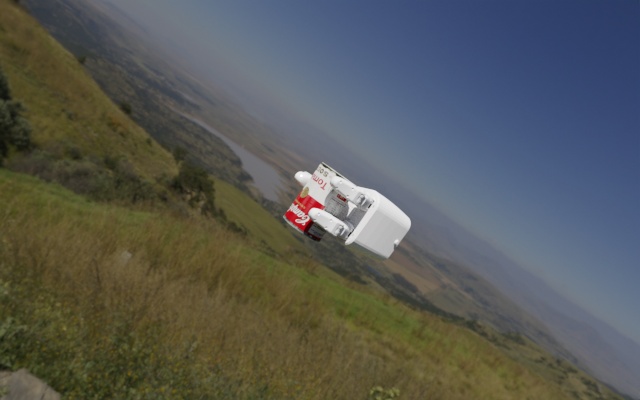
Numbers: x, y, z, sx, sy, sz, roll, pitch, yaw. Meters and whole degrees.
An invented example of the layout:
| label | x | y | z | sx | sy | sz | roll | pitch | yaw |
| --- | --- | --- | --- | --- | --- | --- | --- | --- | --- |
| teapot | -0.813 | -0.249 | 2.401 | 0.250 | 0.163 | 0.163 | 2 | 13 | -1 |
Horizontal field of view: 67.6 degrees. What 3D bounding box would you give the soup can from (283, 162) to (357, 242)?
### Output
| label | x | y | z | sx | sy | sz | roll | pitch | yaw |
| --- | --- | --- | --- | --- | --- | --- | --- | --- | --- |
| soup can | 0.000 | 0.002 | 0.723 | 0.068 | 0.102 | 0.068 | 35 | 5 | -3 |
